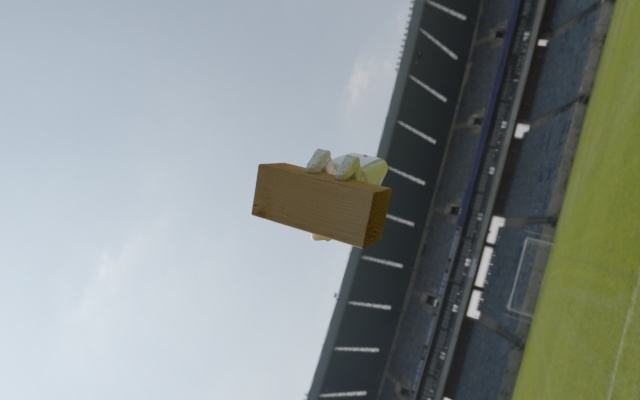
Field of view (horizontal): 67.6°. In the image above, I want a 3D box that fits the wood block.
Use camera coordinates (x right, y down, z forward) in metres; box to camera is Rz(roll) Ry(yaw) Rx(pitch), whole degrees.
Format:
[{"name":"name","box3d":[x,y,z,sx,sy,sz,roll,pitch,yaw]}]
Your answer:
[{"name":"wood block","box3d":[0.000,0.003,0.792,0.206,0.091,0.090,15,13,24]}]
